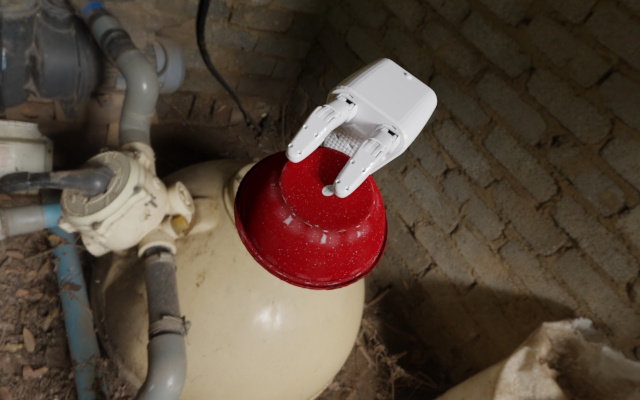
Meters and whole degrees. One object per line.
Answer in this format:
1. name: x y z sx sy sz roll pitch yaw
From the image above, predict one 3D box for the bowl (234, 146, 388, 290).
1. bowl: 0.000 0.002 0.462 0.162 0.162 0.055 0 -30 -18
